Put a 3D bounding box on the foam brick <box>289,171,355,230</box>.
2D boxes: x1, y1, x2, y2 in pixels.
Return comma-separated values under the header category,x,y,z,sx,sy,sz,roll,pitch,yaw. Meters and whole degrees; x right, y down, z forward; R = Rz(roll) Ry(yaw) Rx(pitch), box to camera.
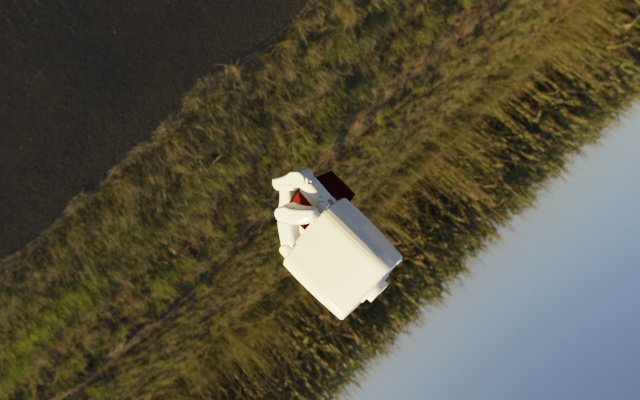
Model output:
category,x,y,z,sx,sy,sz,roll,pitch,yaw
foam brick,0.000,0.002,0.661,0.051,0.053,0.078,43,37,15
